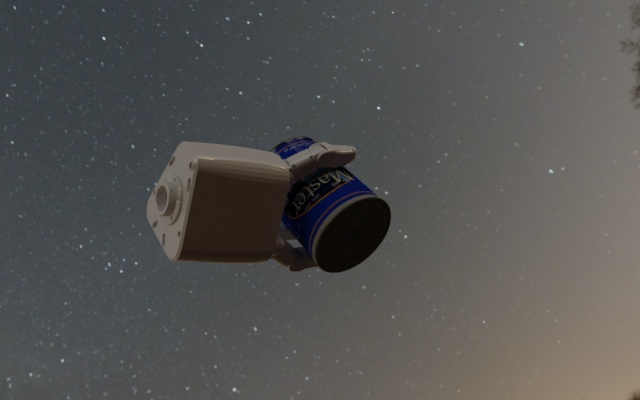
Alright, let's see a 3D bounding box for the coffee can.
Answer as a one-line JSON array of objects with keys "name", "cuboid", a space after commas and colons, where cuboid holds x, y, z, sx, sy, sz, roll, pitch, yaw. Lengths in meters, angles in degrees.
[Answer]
[{"name": "coffee can", "cuboid": [0.000, 0.002, 0.566, 0.103, 0.103, 0.140, 0, 33, -40]}]
